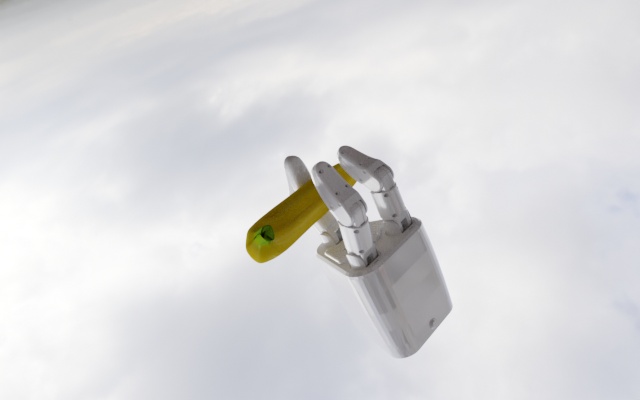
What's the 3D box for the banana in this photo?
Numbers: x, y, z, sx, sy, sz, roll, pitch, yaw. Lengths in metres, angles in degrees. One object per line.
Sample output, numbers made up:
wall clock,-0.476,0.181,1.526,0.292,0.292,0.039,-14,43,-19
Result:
banana,-0.015,0.010,0.444,0.070,0.037,0.197,-27,9,34
